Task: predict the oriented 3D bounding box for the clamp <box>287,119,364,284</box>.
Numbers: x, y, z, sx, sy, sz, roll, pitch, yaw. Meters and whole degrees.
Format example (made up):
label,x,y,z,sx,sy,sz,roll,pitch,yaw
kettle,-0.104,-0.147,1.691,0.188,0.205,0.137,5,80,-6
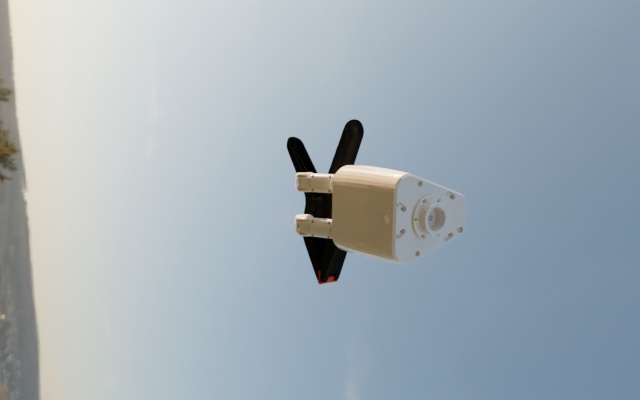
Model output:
label,x,y,z,sx,sy,sz,roll,pitch,yaw
clamp,0.001,0.003,0.633,0.036,0.210,0.164,-3,7,-31
